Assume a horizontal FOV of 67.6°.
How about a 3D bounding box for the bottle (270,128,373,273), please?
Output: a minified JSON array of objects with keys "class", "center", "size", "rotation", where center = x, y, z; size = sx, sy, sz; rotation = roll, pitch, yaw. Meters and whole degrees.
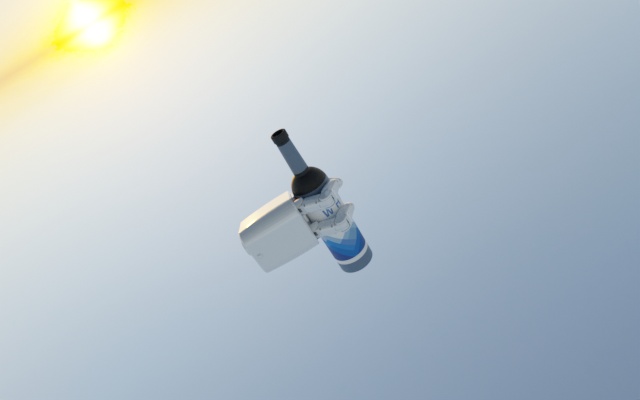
[{"class":"bottle","center":[0.000,0.003,0.824],"size":[0.069,0.296,0.069],"rotation":[-23,31,15]}]
